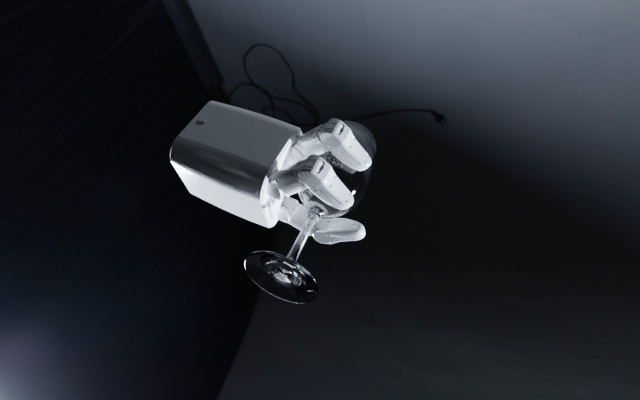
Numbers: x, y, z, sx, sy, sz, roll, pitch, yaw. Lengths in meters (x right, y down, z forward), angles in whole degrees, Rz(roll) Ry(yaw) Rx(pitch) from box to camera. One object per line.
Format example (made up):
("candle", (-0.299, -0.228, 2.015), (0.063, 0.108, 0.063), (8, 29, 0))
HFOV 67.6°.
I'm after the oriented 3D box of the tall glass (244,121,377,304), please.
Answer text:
("tall glass", (0.000, 0.002, 0.493), (0.079, 0.079, 0.201), (0, 44, 31))
